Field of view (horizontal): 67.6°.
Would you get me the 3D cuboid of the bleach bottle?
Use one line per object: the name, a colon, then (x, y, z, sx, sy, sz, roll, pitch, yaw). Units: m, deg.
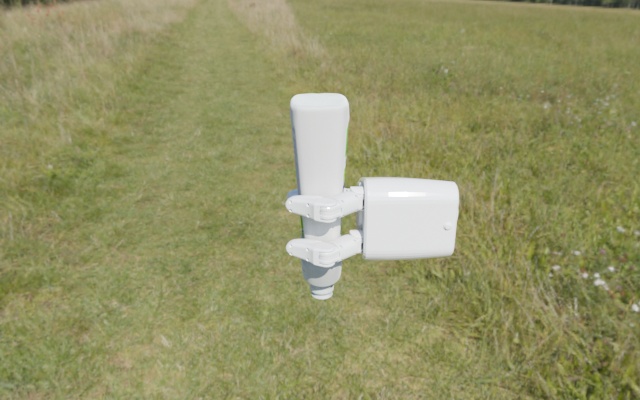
bleach bottle: (0.000, 0.002, 0.587, 0.068, 0.251, 0.102, -1, 21, -1)
